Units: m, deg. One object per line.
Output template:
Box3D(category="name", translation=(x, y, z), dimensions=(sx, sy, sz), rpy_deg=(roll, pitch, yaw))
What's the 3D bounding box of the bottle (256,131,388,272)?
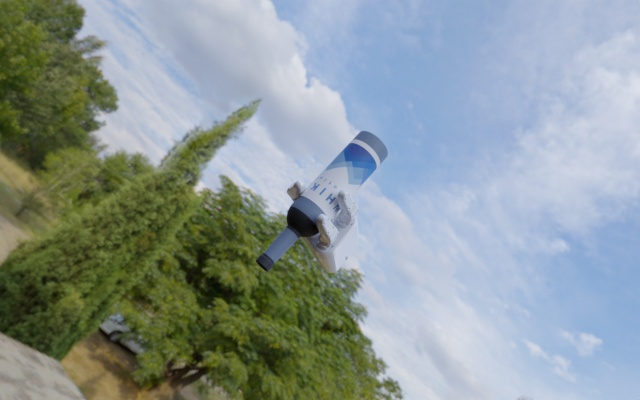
Box3D(category="bottle", translation=(0.000, 0.002, 0.810), dimensions=(0.295, 0.069, 0.069), rpy_deg=(-47, 19, -18))
